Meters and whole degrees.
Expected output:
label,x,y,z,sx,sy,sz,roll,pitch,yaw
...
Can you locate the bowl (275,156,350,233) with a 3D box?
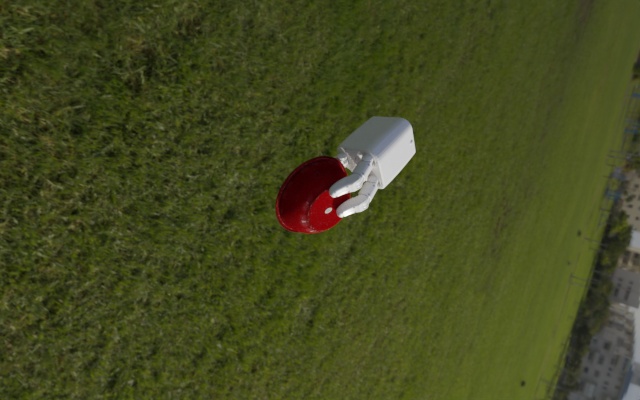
label,x,y,z,sx,sy,sz,roll,pitch,yaw
bowl,-0.001,0.004,0.868,0.162,0.162,0.055,0,30,-41
